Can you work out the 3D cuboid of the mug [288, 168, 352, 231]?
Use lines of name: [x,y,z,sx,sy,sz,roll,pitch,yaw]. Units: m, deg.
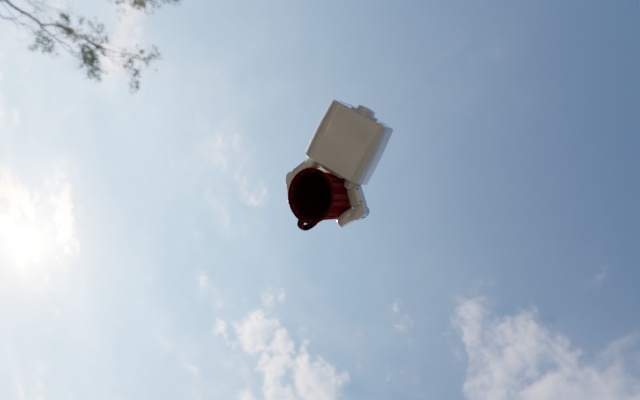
mug: [0.000,0.004,0.819,0.093,0.117,0.081,37,20,28]
